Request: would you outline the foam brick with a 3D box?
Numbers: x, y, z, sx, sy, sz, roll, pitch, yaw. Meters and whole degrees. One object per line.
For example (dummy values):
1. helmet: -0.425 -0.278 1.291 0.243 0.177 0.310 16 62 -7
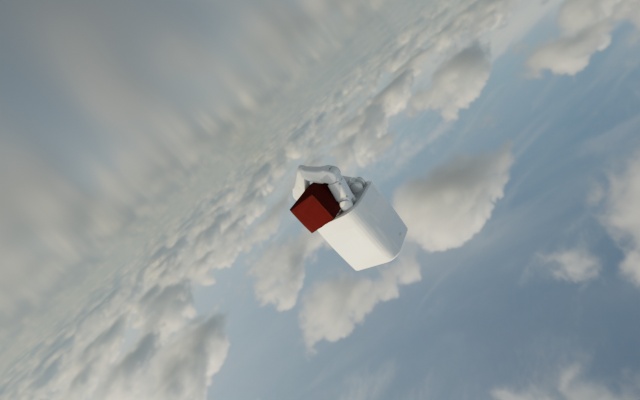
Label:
1. foam brick: 0.000 0.003 0.732 0.053 0.051 0.078 -33 13 35
